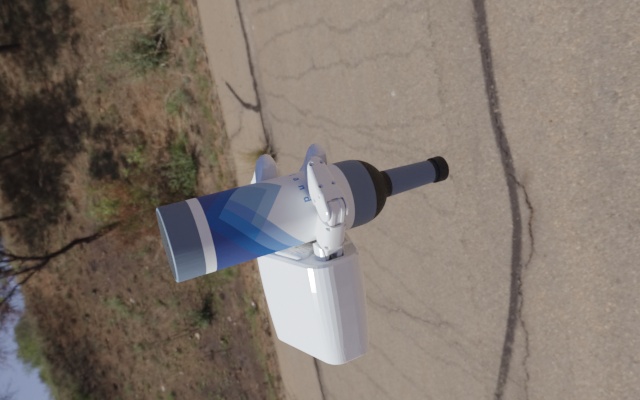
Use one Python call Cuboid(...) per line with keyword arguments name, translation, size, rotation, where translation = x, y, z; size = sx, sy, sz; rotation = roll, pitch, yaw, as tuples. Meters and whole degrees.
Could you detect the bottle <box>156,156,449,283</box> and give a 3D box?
Cuboid(name="bottle", translation=(0.000, 0.001, 0.462), size=(0.295, 0.069, 0.069), rotation=(-16, 6, -22))
